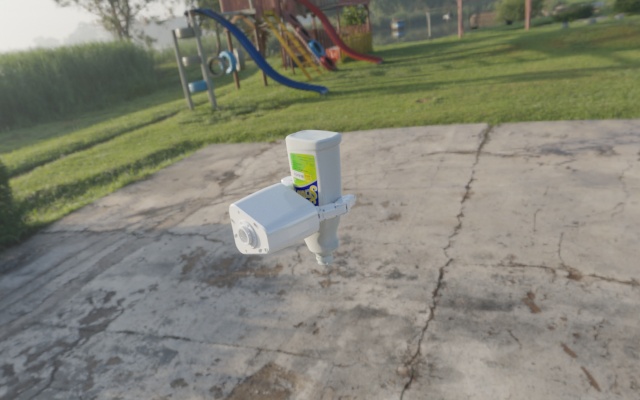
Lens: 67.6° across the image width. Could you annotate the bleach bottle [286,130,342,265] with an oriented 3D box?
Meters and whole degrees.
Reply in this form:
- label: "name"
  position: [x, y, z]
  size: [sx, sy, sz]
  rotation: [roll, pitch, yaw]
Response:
- label: "bleach bottle"
  position: [0.000, 0.003, 0.867]
  size: [0.068, 0.251, 0.102]
  rotation: [-25, 27, -38]
